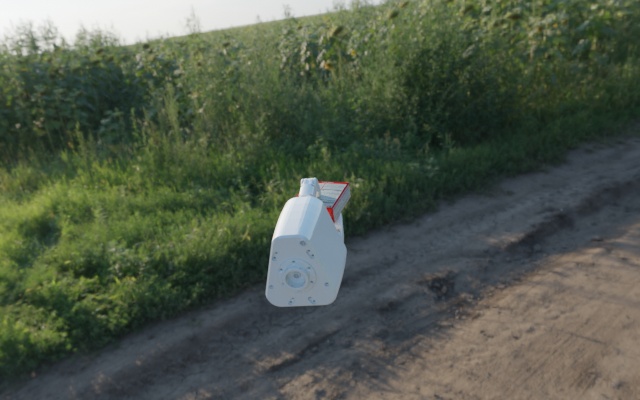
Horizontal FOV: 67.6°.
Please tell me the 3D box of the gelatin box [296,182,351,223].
[{"bbox_3d":[0.000,0.002,0.755,0.073,0.030,0.089,2,31,22],"label":"gelatin box"}]
